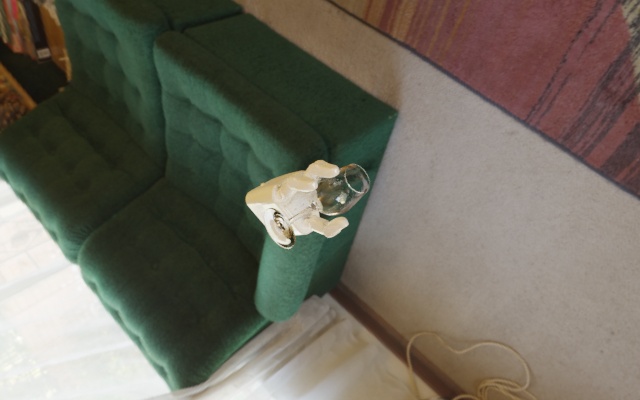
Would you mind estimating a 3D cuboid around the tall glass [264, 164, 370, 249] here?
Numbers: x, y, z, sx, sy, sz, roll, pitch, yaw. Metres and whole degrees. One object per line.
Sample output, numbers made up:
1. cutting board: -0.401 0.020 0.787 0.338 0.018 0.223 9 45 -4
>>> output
1. tall glass: 0.000 0.003 0.831 0.201 0.079 0.079 -32 20 -36
